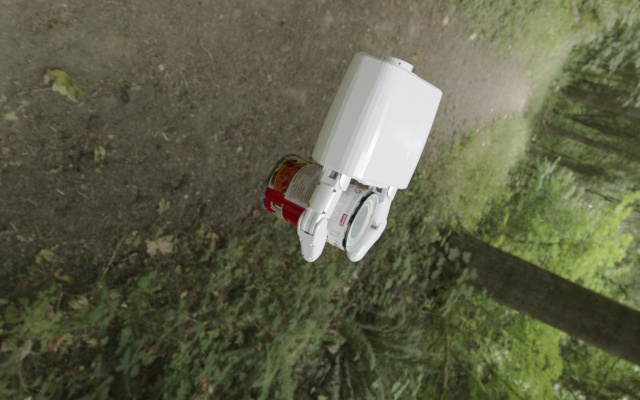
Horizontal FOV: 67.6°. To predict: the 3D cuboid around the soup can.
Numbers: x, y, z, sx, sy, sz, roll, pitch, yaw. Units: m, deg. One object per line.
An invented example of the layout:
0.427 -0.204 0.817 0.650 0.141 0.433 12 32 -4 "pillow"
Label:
0.000 0.002 0.494 0.102 0.068 0.068 26 10 21 "soup can"
